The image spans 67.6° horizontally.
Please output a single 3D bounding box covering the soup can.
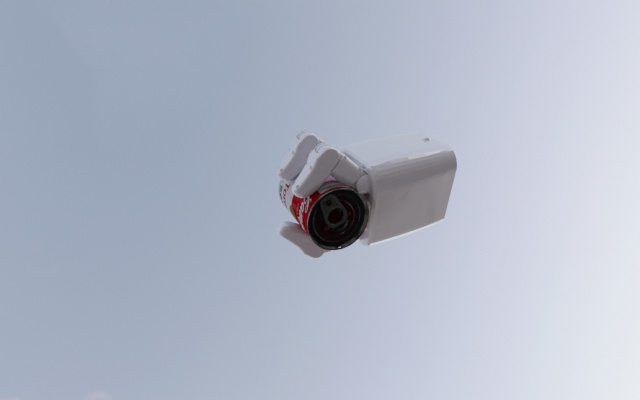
[{"bbox_3d":[0.000,0.002,0.523,0.068,0.068,0.102,0,21,-23],"label":"soup can"}]
